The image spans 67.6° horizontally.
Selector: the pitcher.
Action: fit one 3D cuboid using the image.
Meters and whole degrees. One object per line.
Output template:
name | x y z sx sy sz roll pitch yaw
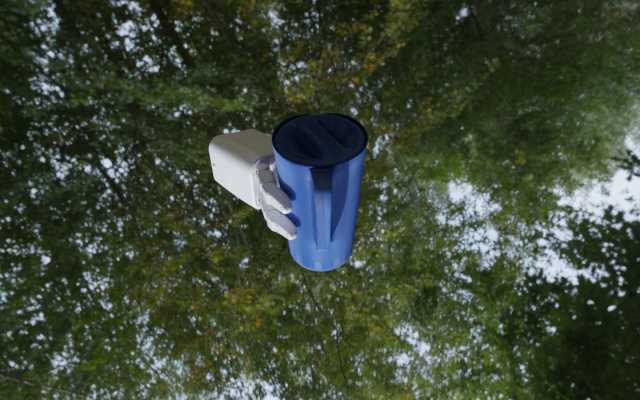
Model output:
pitcher | 0.000 0.002 0.729 0.145 0.243 0.149 30 51 30
